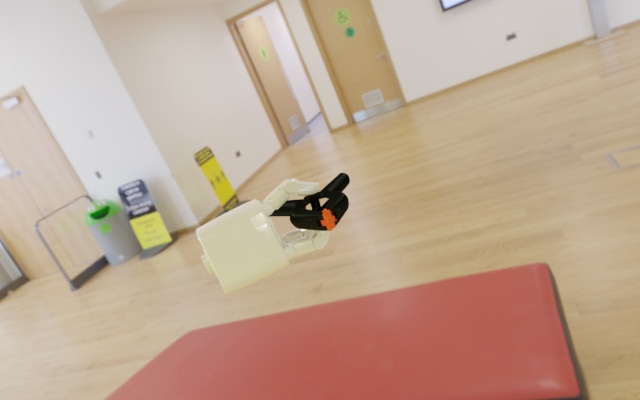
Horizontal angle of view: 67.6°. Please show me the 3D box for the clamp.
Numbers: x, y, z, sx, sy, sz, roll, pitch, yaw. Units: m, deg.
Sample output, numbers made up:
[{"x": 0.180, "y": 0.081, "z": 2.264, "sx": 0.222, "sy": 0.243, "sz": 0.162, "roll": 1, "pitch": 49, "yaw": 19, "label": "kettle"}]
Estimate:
[{"x": 0.000, "y": 0.002, "z": 0.766, "sx": 0.164, "sy": 0.036, "sz": 0.210, "roll": -25, "pitch": 16, "yaw": -13, "label": "clamp"}]
